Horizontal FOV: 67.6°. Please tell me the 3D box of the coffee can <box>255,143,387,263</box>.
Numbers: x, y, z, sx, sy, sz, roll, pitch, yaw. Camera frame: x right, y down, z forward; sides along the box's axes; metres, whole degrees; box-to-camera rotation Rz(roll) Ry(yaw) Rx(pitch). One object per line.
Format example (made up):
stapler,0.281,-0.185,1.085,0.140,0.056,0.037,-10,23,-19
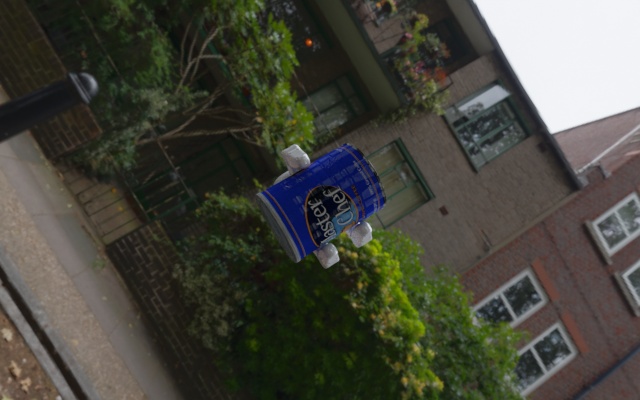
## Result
coffee can,0.000,0.002,0.629,0.140,0.103,0.103,-31,7,-12
